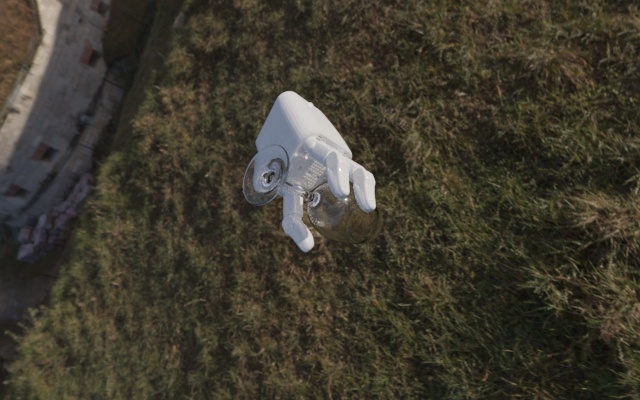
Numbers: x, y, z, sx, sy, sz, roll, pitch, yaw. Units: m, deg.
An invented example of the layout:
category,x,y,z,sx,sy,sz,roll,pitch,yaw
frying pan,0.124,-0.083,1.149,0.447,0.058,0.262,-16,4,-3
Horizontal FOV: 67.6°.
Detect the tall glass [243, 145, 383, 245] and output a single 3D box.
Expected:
category,x,y,z,sx,sy,sz,roll,pitch,yaw
tall glass,0.000,0.002,0.612,0.079,0.079,0.201,0,-19,42
